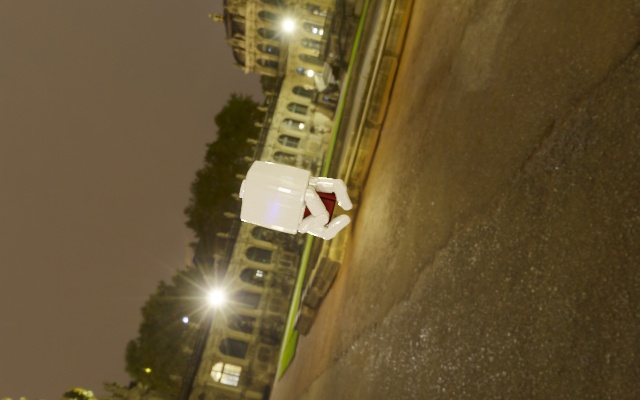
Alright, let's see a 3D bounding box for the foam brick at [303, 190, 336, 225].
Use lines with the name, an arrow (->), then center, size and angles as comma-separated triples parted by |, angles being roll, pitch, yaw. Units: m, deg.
foam brick -> 0.000, 0.003, 0.898 | 0.051, 0.053, 0.078 | 13, 21, -2
